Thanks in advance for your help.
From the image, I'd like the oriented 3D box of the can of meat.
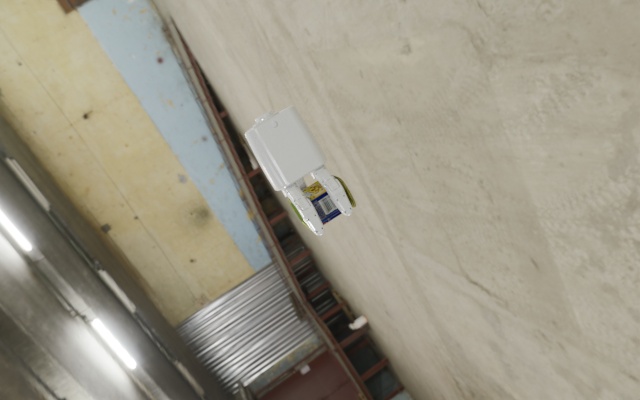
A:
[{"bbox_3d":[0.000,0.003,0.803,0.084,0.057,0.102,-32,17,-10],"label":"can of meat"}]
